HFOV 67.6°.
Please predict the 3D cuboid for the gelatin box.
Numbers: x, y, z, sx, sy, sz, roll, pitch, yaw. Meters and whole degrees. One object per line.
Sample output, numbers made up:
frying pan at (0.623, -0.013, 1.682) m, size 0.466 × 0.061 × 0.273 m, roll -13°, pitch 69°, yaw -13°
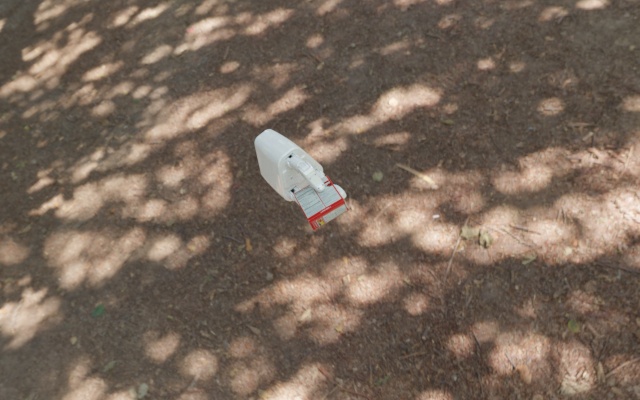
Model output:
gelatin box at (0.000, 0.003, 0.863) m, size 0.073 × 0.030 × 0.089 m, roll -30°, pitch 41°, yaw -2°
